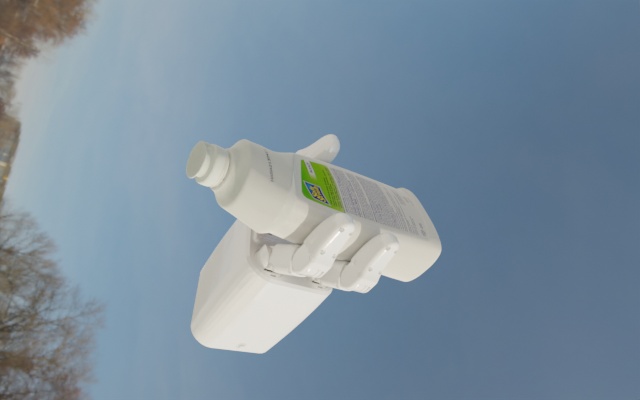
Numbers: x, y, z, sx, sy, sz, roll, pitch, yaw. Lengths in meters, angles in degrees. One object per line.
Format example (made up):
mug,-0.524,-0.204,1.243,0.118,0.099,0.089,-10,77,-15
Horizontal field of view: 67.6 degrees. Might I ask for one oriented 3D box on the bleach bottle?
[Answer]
bleach bottle,0.000,0.001,0.424,0.251,0.068,0.102,22,31,-38
